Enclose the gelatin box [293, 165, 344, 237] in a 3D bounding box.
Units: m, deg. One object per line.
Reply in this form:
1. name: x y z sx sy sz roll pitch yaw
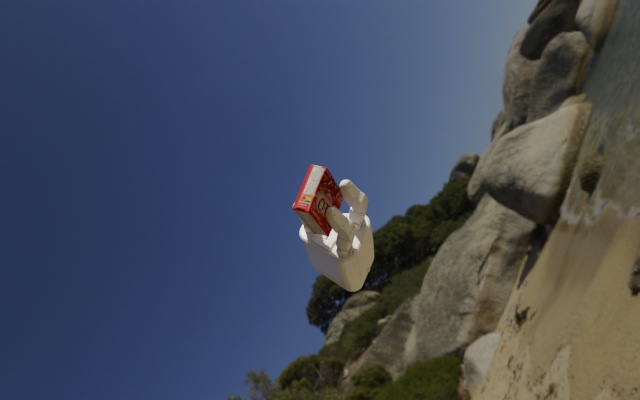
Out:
1. gelatin box: 0.000 0.002 0.698 0.030 0.073 0.089 11 -23 28
